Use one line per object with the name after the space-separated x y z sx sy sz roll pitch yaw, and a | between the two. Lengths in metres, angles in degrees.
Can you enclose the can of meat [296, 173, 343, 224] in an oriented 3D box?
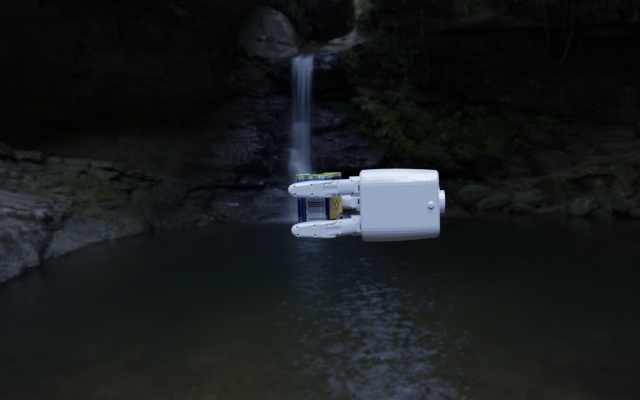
0.000 0.002 0.701 0.057 0.084 0.102 -1 4 14 | can of meat
